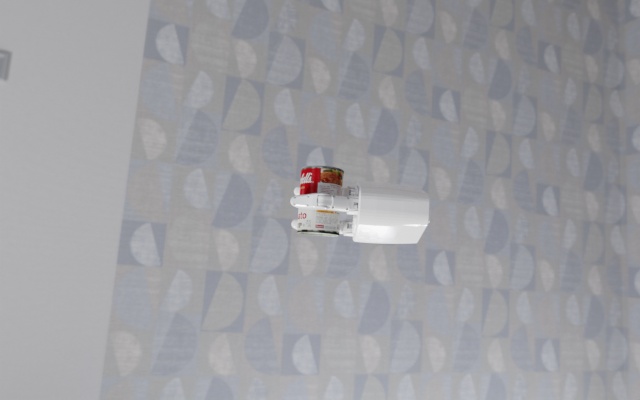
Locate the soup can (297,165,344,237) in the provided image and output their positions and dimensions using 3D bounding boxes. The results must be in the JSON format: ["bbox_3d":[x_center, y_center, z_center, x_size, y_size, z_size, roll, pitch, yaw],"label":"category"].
[{"bbox_3d":[0.000,0.003,0.744,0.068,0.102,0.068,4,-8,1],"label":"soup can"}]
